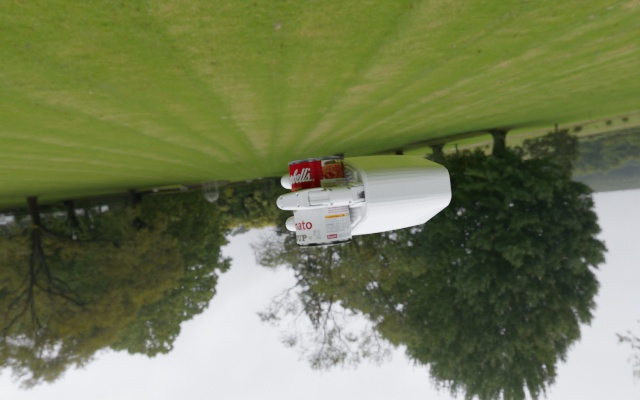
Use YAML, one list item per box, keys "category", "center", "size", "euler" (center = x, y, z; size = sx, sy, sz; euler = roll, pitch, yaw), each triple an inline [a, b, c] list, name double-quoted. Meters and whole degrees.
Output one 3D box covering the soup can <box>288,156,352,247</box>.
- category: "soup can"
  center: [0.000, 0.002, 0.577]
  size: [0.068, 0.102, 0.068]
  euler: [-6, -1, 0]
